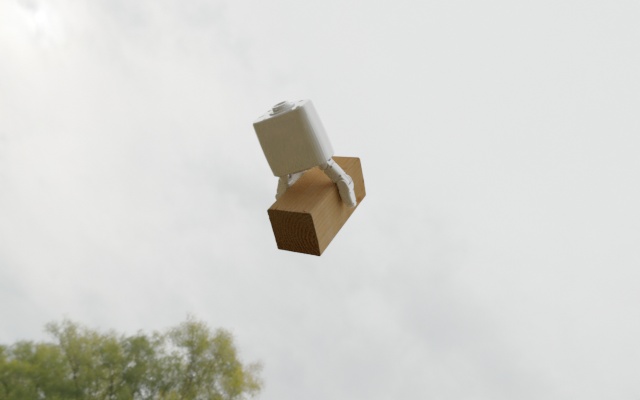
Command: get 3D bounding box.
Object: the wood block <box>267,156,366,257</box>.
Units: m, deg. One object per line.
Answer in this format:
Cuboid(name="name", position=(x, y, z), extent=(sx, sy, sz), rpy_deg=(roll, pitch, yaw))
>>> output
Cuboid(name="wood block", position=(0.000, 0.003, 0.885), extent=(0.091, 0.090, 0.206), rpy_deg=(6, 34, 29))
